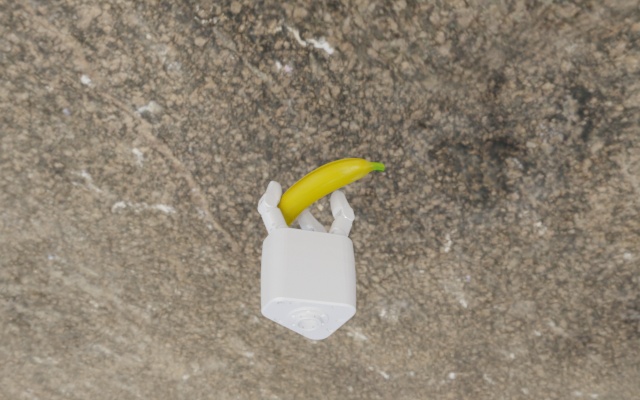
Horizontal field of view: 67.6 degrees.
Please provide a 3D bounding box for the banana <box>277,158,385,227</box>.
[{"bbox_3d":[-0.008,-0.008,0.665,0.198,0.037,0.070,-29,-45,22],"label":"banana"}]
